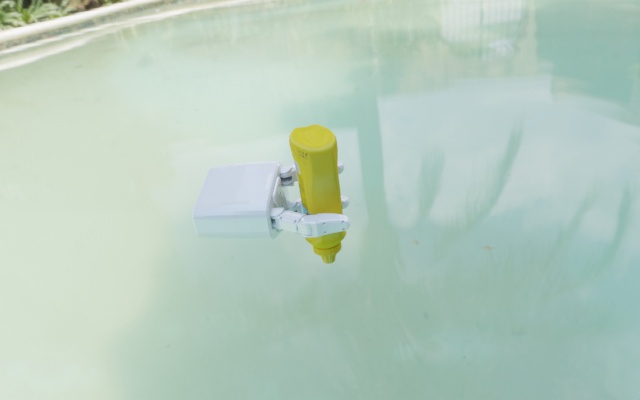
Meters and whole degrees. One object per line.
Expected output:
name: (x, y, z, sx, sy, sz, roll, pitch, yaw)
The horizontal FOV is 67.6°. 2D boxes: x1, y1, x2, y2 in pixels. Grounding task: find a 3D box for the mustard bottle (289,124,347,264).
mustard bottle: (0.000, 0.002, 0.640, 0.058, 0.192, 0.096, -13, 28, -11)
